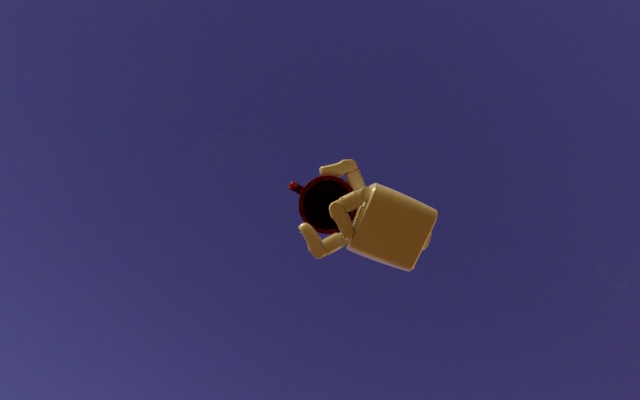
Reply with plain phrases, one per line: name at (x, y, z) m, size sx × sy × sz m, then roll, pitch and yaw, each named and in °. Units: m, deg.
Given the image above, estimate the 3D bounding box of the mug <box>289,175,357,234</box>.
mug at (-0.001, 0.002, 0.790) m, size 0.117 × 0.093 × 0.081 m, roll 26°, pitch -2°, yaw 0°
